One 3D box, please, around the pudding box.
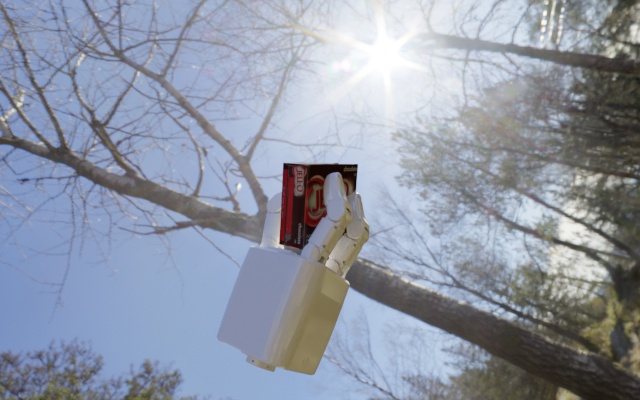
[{"bbox_3d":[0.000,0.002,0.540,0.039,0.090,0.113,9,9,29],"label":"pudding box"}]
